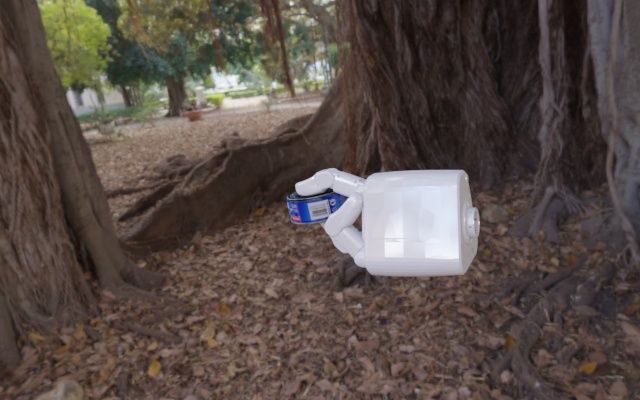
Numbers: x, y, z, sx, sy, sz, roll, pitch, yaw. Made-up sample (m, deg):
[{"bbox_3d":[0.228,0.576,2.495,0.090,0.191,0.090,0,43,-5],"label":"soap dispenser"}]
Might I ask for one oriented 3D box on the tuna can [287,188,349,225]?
[{"bbox_3d":[0.000,0.001,0.619,0.086,0.034,0.086,-12,12,3],"label":"tuna can"}]
